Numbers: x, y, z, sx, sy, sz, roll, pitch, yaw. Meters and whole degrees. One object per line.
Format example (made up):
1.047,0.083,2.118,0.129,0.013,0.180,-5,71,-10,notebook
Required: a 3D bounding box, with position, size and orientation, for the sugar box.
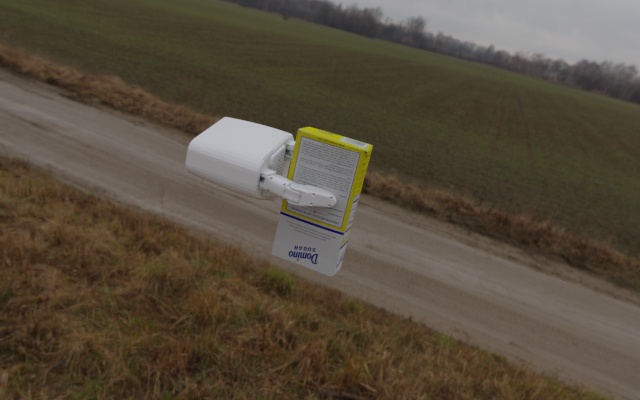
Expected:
0.000,0.002,0.623,0.093,0.176,0.048,19,21,15,sugar box
